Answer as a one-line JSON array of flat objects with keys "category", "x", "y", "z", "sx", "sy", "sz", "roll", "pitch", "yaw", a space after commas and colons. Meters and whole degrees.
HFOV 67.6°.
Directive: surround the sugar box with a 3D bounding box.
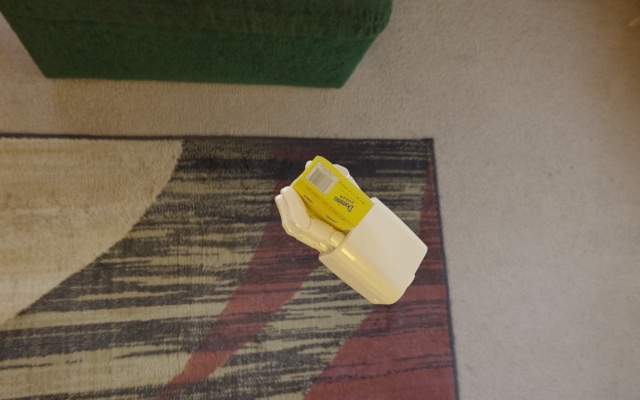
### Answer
[{"category": "sugar box", "x": 0.000, "y": 0.003, "z": 0.656, "sx": 0.093, "sy": 0.048, "sz": 0.176, "roll": 42, "pitch": -18, "yaw": -4}]
